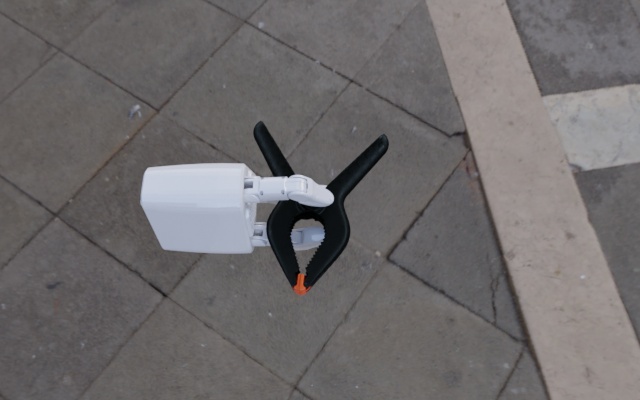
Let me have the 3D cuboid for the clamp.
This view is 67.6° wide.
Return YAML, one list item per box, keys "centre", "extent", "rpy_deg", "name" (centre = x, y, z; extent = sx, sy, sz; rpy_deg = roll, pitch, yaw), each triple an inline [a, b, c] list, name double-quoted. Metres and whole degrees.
- centre: [0.000, 0.002, 0.550]
  extent: [0.164, 0.210, 0.036]
  rpy_deg: [0, -21, 1]
  name: "clamp"
